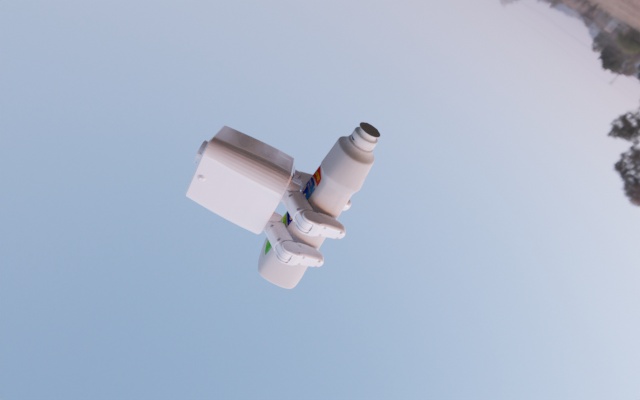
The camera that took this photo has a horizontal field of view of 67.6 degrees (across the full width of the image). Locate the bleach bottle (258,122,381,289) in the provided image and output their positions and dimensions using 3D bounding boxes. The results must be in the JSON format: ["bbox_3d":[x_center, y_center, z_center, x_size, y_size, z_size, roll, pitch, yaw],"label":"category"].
[{"bbox_3d":[0.000,0.002,0.620,0.068,0.251,0.102,27,34,-9],"label":"bleach bottle"}]
